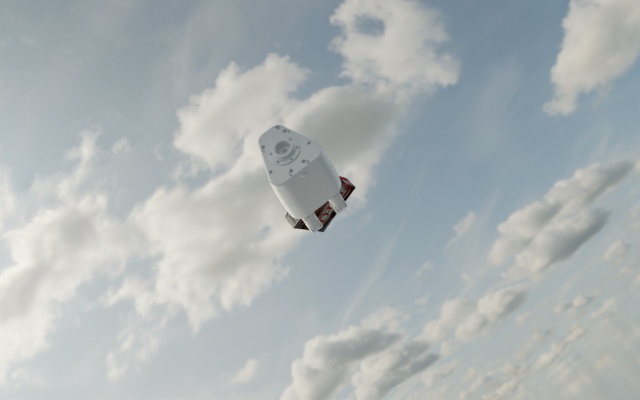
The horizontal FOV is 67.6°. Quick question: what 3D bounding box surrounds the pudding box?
[{"bbox_3d":[0.000,0.003,0.872,0.090,0.113,0.039,12,31,-51],"label":"pudding box"}]
